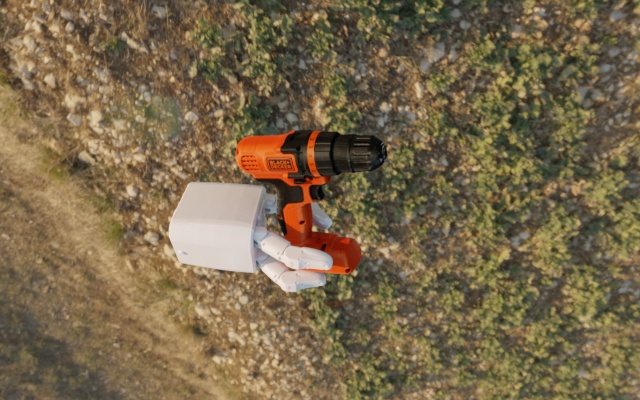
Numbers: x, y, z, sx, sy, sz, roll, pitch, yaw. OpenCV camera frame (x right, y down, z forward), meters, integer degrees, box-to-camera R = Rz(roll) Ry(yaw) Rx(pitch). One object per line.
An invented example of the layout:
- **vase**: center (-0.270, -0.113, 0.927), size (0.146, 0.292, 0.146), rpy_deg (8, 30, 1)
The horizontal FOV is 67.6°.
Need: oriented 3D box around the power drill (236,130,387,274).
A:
- **power drill**: center (0.000, 0.002, 0.587), size (0.184, 0.188, 0.057), rpy_deg (3, 33, 25)
